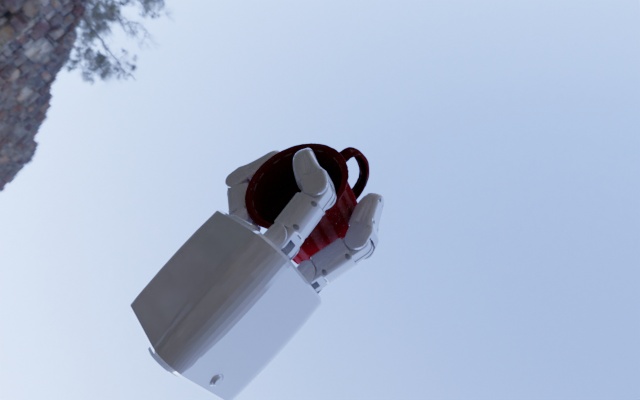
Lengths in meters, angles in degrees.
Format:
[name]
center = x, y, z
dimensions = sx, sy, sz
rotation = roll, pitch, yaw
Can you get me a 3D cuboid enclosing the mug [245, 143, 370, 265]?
[mug]
center = 0.001, 0.001, 0.433
dimensions = 0.093, 0.117, 0.082
rotation = 33, -18, 39
